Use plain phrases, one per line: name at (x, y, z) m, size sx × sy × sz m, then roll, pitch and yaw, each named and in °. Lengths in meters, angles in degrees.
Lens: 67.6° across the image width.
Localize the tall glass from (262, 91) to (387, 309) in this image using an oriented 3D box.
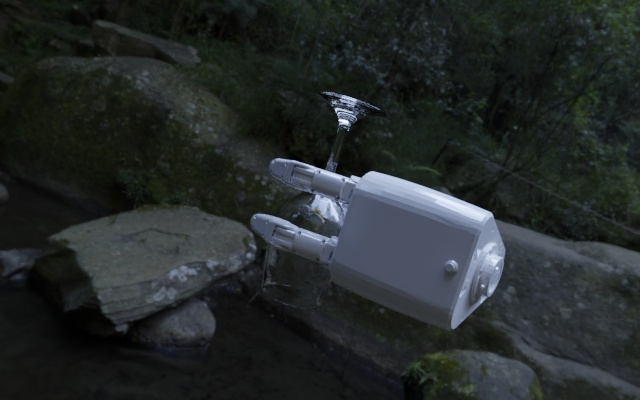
tall glass at (0.000, 0.001, 0.470) m, size 0.079 × 0.201 × 0.079 m, roll 18°, pitch 4°, yaw -1°
